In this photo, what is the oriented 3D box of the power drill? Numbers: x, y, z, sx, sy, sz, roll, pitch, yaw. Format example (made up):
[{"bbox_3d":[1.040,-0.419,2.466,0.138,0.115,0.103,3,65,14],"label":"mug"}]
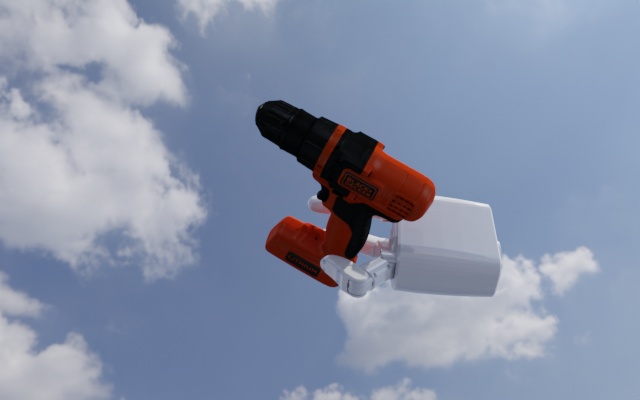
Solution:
[{"bbox_3d":[0.000,0.002,0.496,0.184,0.057,0.188,30,-41,3],"label":"power drill"}]
